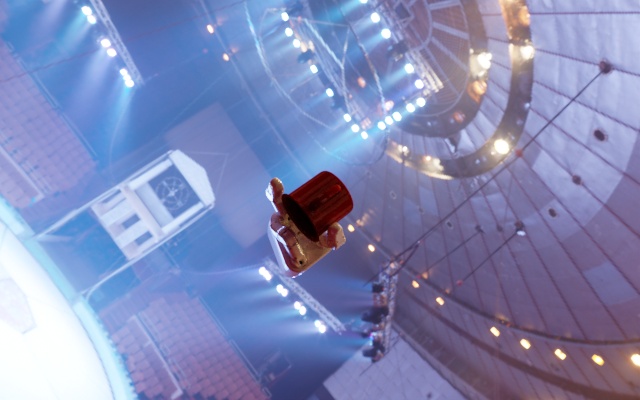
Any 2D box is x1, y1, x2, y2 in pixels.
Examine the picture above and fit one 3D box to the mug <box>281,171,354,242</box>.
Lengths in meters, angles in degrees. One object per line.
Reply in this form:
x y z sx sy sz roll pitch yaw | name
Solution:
0.001 0.002 0.749 0.081 0.093 0.117 -36 -6 -19 | mug
